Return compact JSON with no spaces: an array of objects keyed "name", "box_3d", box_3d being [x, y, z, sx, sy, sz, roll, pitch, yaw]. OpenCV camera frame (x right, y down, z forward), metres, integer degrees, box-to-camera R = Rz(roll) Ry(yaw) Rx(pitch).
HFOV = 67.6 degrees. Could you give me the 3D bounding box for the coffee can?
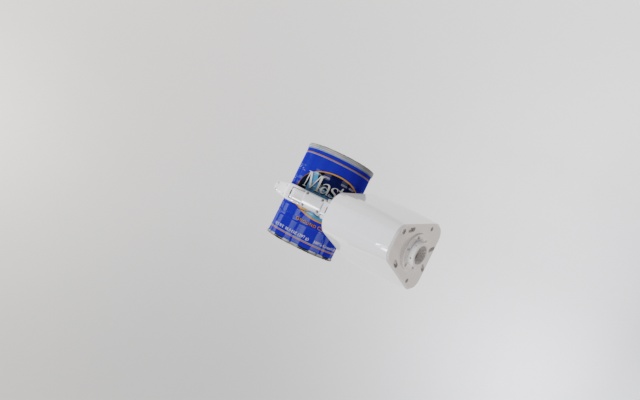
[{"name":"coffee can","box_3d":[0.000,0.002,0.688,0.103,0.140,0.103,26,-1,1]}]
